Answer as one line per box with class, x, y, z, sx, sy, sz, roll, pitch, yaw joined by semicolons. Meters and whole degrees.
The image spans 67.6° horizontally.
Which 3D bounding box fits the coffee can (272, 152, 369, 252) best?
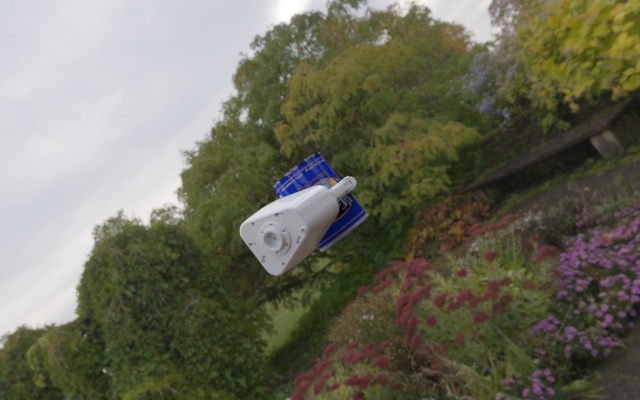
coffee can;0.000;0.003;0.821;0.103;0.140;0.103;-38;-2;-1
